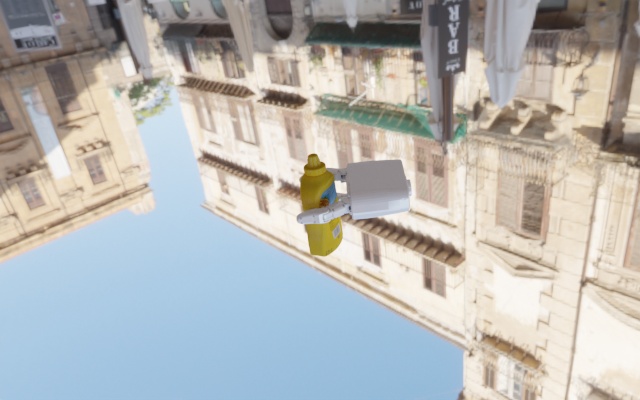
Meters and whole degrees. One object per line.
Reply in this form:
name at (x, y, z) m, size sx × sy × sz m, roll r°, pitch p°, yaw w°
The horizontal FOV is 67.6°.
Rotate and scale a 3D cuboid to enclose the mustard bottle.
mustard bottle at (0.000, 0.003, 0.893) m, size 0.058 × 0.192 × 0.096 m, roll 6°, pitch 31°, yaw 26°
